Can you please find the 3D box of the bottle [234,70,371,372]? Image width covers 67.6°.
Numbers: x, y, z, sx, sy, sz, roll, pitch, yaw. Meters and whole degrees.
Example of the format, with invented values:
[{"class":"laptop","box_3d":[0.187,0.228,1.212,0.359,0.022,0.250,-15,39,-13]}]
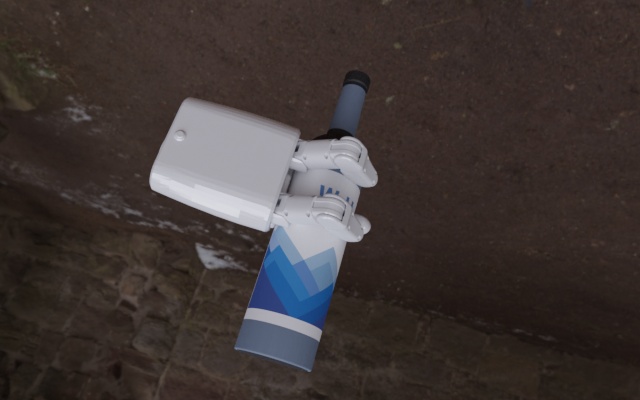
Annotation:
[{"class":"bottle","box_3d":[0.000,0.002,0.449,0.069,0.295,0.069,14,-22,6]}]
